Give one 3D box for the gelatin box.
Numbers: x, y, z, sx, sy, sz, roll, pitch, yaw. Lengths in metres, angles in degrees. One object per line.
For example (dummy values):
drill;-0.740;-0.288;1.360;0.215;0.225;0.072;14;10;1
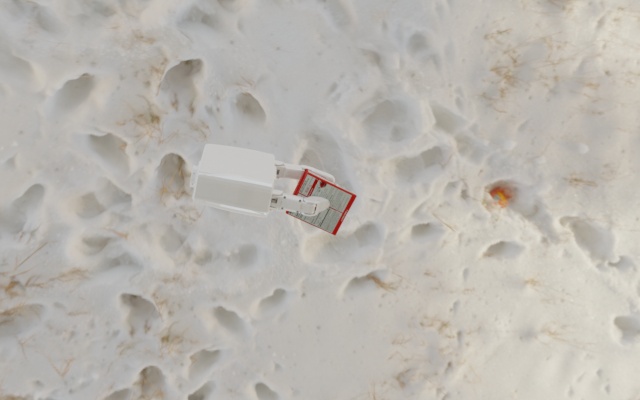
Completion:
gelatin box;0.000;0.003;0.738;0.089;0.073;0.030;25;12;-11
